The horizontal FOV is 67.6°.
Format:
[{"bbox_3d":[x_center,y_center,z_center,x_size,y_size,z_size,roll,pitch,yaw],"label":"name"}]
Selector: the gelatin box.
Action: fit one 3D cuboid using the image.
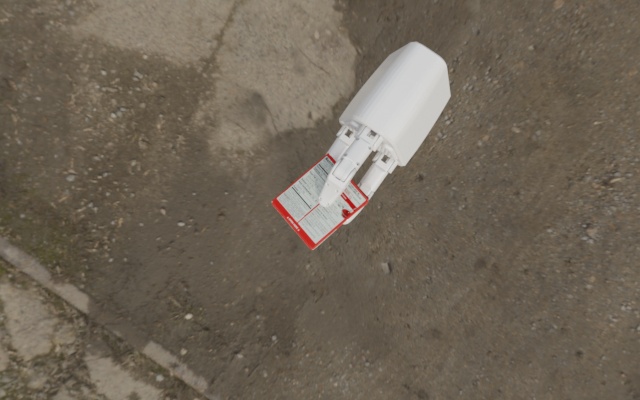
[{"bbox_3d":[0.000,0.002,0.551,0.089,0.073,0.030,-41,-5,-4],"label":"gelatin box"}]
